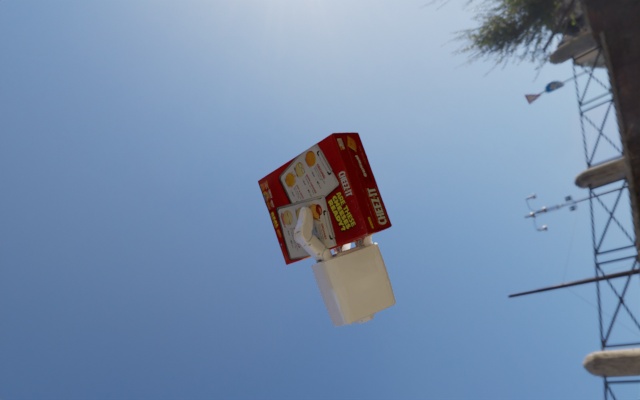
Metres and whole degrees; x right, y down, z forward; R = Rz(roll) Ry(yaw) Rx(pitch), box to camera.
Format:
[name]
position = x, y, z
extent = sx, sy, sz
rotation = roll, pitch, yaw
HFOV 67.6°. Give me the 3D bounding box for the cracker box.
[cracker box]
position = 0.000, 0.003, 0.803
extent = 0.072, 0.164, 0.214
rotation = -13, -10, -44
